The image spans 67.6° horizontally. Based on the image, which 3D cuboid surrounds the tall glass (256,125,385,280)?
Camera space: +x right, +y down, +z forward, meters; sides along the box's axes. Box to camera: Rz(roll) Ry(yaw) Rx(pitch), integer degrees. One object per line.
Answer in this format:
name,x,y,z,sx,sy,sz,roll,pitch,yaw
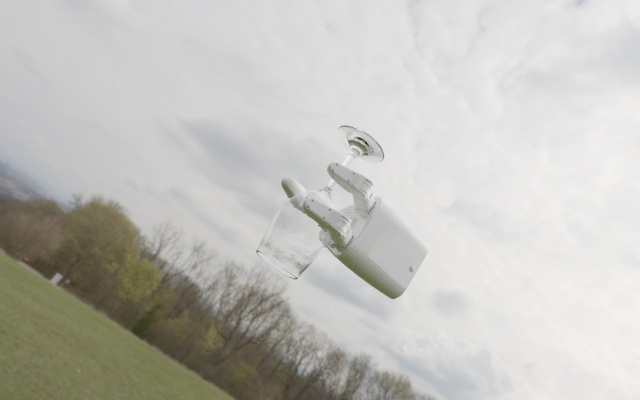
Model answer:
tall glass,0.000,0.001,0.615,0.079,0.201,0.079,32,-17,11
